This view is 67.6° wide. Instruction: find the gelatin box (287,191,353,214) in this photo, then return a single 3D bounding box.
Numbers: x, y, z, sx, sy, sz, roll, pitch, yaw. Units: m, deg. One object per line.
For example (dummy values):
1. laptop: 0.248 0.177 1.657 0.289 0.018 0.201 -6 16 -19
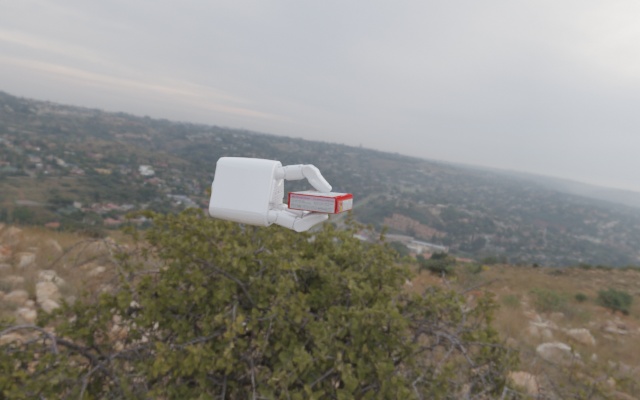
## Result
1. gelatin box: 0.000 0.002 0.798 0.089 0.030 0.073 5 6 24
